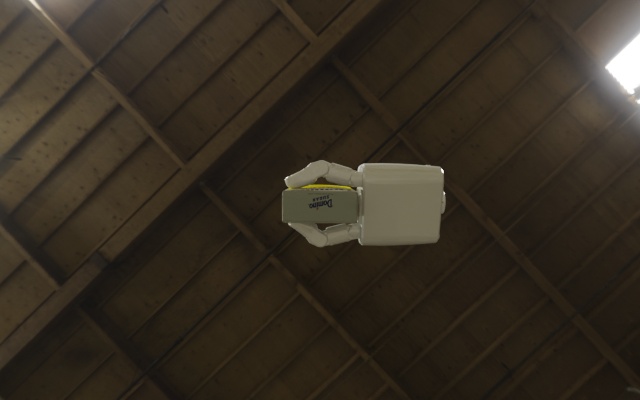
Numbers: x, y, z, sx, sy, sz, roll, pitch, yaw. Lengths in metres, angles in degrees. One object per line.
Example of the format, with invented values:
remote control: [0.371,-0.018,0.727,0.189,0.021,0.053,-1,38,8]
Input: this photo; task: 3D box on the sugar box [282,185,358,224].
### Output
sugar box: [0.000,0.002,0.657,0.093,0.048,0.176,1,1,0]
